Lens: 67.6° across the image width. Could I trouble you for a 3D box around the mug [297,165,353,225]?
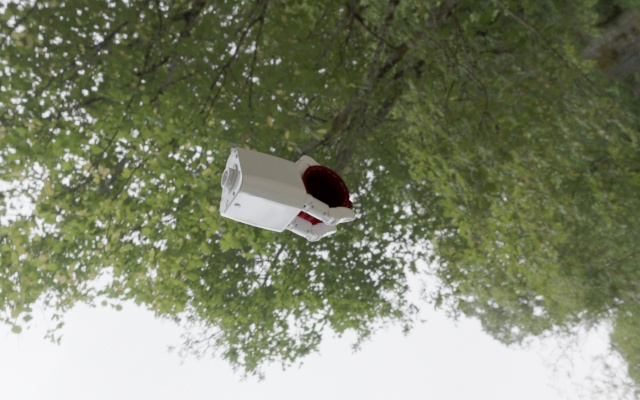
[{"bbox_3d":[0.001,0.003,0.832,0.117,0.093,0.081,17,-41,-27],"label":"mug"}]
